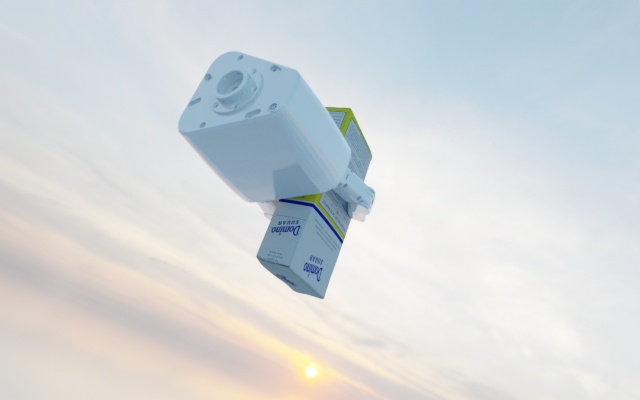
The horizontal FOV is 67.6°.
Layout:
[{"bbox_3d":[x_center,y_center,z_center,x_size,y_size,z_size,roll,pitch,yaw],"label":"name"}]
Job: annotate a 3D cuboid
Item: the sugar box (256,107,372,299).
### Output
[{"bbox_3d":[0.000,0.001,0.491,0.048,0.176,0.093,11,-24,29],"label":"sugar box"}]
